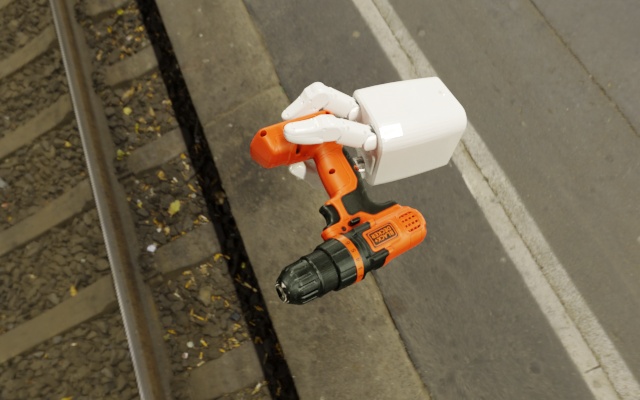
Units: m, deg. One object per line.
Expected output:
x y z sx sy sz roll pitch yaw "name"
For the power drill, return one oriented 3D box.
0.000 0.001 0.512 0.184 0.187 0.057 -22 -18 -31 "power drill"
